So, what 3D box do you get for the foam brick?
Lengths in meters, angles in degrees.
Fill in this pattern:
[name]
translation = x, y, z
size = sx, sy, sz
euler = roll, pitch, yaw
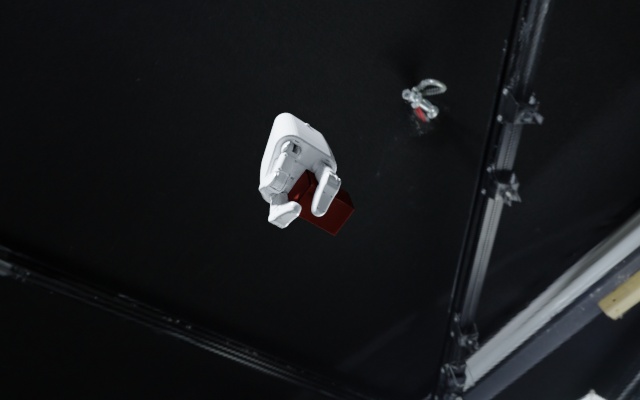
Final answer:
[foam brick]
translation = 0.000, 0.002, 0.680
size = 0.078, 0.053, 0.051
euler = 30, 20, -22
